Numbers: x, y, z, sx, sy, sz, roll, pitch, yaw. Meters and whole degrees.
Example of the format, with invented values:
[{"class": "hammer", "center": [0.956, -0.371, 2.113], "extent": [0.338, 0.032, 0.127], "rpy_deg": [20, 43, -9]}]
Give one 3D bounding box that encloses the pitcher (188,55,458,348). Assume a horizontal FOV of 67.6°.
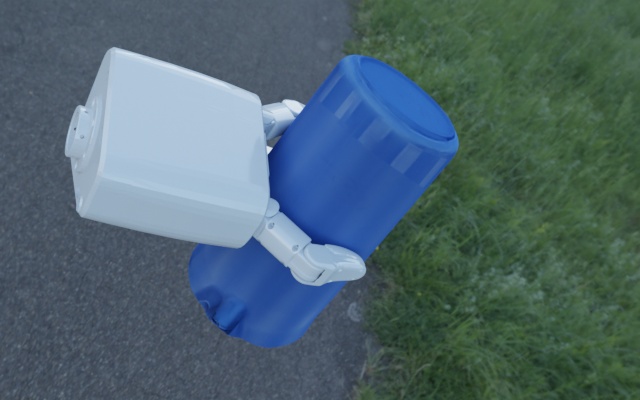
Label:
[{"class": "pitcher", "center": [0.000, 0.001, 0.413], "extent": [0.145, 0.149, 0.243], "rpy_deg": [14, -51, -36]}]
